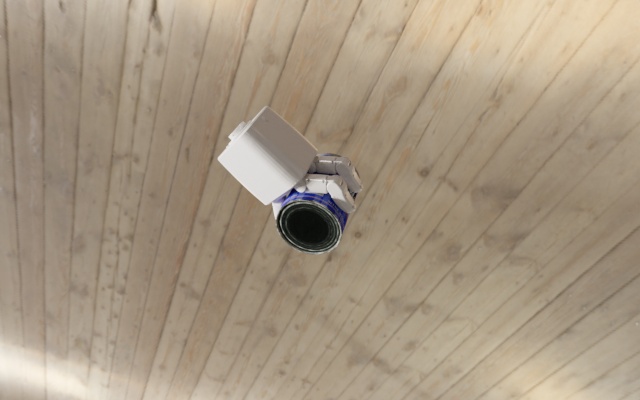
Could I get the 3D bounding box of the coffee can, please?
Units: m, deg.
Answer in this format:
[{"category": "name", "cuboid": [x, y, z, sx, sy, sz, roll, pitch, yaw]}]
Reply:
[{"category": "coffee can", "cuboid": [0.000, 0.003, 0.761, 0.103, 0.103, 0.140, 0, 34, 18]}]
